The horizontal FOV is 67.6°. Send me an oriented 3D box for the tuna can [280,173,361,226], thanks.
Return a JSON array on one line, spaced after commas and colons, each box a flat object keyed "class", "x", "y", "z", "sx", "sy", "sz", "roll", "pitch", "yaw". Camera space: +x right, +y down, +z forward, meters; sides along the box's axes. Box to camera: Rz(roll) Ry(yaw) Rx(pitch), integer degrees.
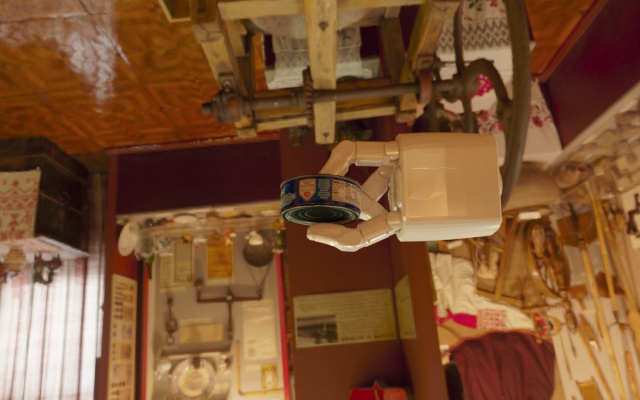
[{"class": "tuna can", "x": 0.000, "y": 0.002, "z": 0.503, "sx": 0.086, "sy": 0.033, "sz": 0.086, "roll": 1, "pitch": -17, "yaw": 0}]
